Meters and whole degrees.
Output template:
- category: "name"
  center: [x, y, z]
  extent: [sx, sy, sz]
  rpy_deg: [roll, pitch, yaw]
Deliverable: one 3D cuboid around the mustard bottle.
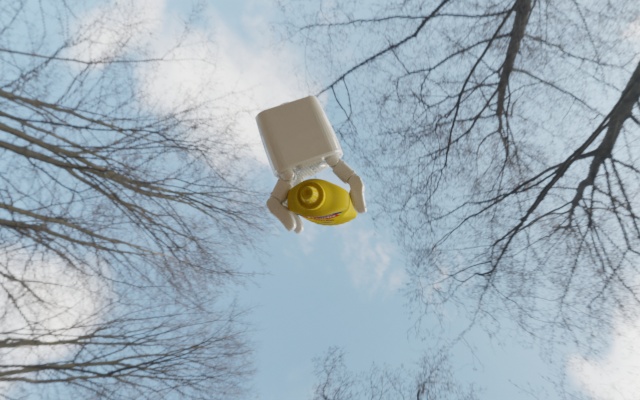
- category: "mustard bottle"
  center: [0.000, 0.003, 0.750]
  extent: [0.096, 0.058, 0.192]
  rpy_deg: [1, -8, 12]
